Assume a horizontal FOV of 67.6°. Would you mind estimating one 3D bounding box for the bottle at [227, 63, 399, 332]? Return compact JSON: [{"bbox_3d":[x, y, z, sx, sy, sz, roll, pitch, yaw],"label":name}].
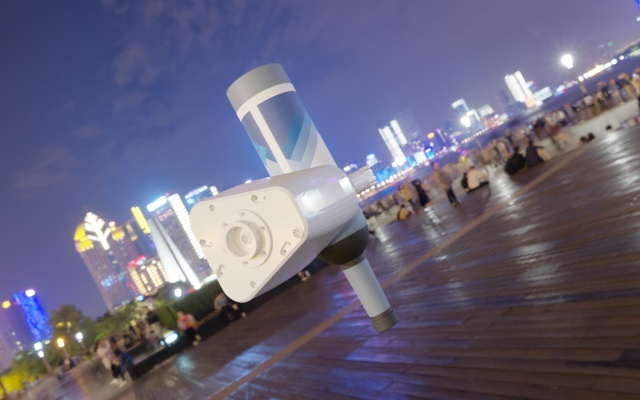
[{"bbox_3d":[0.000,0.001,0.503,0.069,0.295,0.069,-29,-2,-1],"label":"bottle"}]
